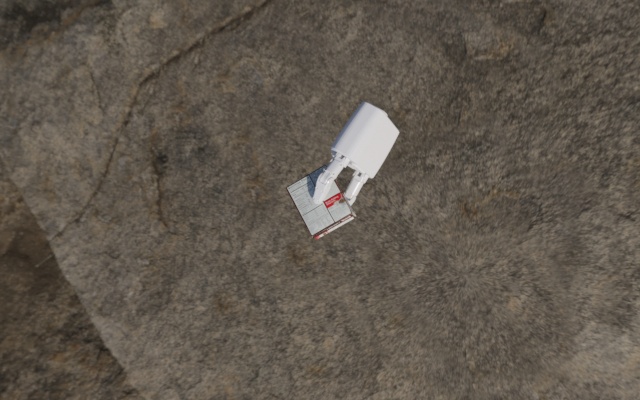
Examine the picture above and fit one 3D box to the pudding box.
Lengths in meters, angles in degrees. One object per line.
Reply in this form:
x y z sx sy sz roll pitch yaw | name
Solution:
0.000 0.003 0.890 0.090 0.113 0.039 -30 -18 6 | pudding box
